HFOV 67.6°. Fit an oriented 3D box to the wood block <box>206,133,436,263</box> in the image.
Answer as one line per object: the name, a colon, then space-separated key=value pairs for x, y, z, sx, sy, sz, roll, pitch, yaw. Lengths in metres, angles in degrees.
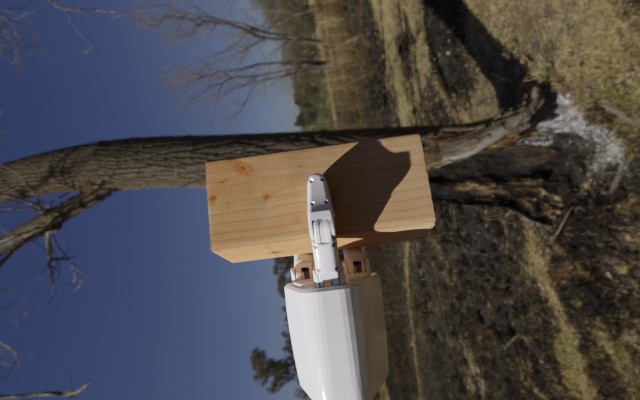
wood block: x=0.000 y=0.002 z=0.481 sx=0.206 sy=0.090 sz=0.091 roll=-7 pitch=-15 yaw=2
